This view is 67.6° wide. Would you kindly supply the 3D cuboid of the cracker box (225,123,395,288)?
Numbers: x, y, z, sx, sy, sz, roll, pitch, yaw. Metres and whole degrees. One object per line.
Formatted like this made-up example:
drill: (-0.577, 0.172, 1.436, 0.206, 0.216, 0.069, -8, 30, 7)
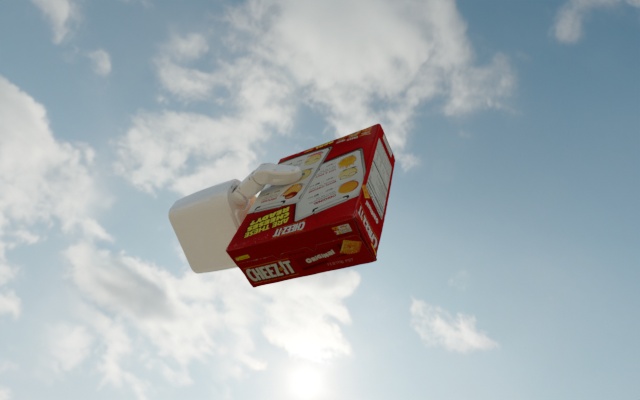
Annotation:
cracker box: (0.000, 0.002, 0.599, 0.164, 0.072, 0.213, -17, 29, 25)
